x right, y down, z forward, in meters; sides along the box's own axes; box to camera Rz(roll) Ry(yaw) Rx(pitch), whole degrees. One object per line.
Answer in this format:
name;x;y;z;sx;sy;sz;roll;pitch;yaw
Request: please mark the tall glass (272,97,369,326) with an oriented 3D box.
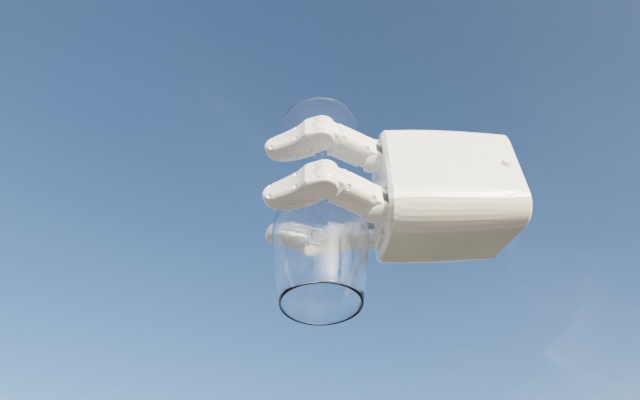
tall glass;0.000;0.001;0.408;0.079;0.200;0.079;0;-42;0
